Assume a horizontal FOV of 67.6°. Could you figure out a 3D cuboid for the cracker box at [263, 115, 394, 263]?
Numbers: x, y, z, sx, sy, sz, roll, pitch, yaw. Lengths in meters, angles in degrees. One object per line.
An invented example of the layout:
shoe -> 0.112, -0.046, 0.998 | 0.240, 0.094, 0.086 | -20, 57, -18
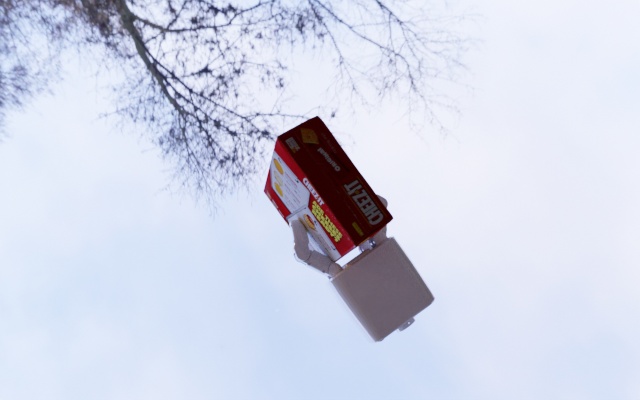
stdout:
cracker box -> 0.000, 0.002, 0.670 | 0.072, 0.164, 0.214 | -34, -8, -19
